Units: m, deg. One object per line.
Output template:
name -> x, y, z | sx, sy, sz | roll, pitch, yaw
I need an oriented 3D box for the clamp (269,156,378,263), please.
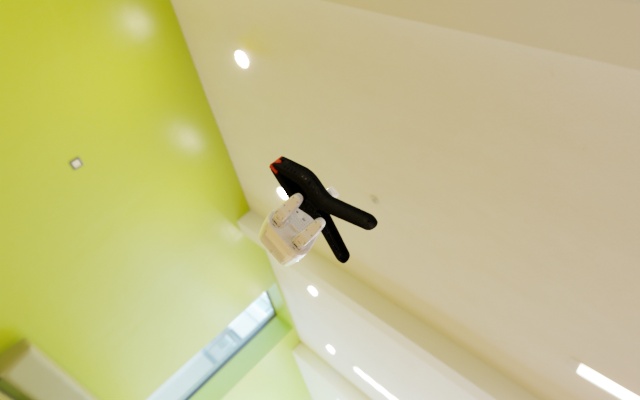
clamp -> 0.000, 0.002, 0.783 | 0.036, 0.210, 0.165 | -40, -4, -29
